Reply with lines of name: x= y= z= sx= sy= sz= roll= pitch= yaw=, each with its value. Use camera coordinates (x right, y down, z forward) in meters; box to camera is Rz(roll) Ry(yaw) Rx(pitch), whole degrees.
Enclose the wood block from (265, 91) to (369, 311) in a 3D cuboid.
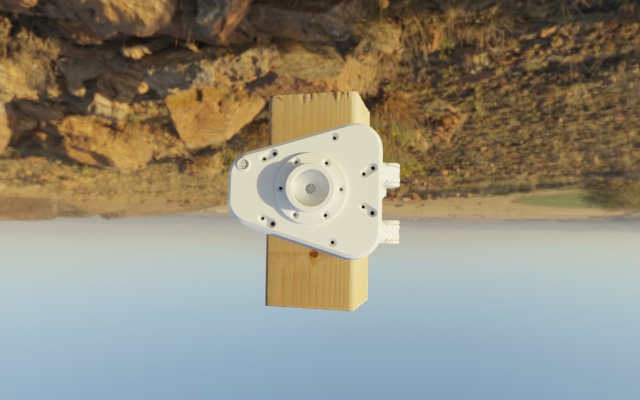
wood block: x=0.000 y=0.002 z=0.496 sx=0.091 sy=0.206 sz=0.090 roll=0 pitch=-4 yaw=14
